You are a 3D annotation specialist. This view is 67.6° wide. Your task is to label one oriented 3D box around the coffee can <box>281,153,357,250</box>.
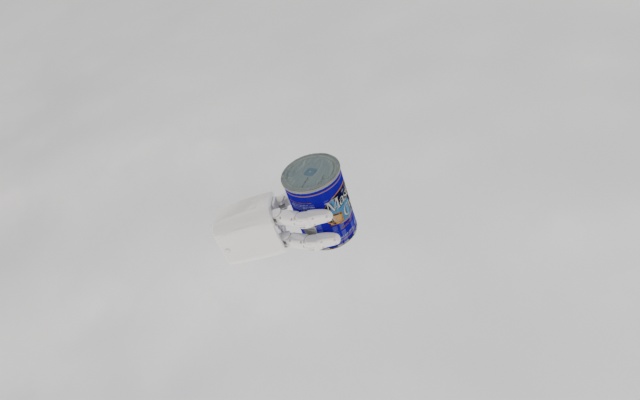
[{"bbox_3d":[0.000,0.003,0.837,0.103,0.140,0.102,-12,39,9],"label":"coffee can"}]
